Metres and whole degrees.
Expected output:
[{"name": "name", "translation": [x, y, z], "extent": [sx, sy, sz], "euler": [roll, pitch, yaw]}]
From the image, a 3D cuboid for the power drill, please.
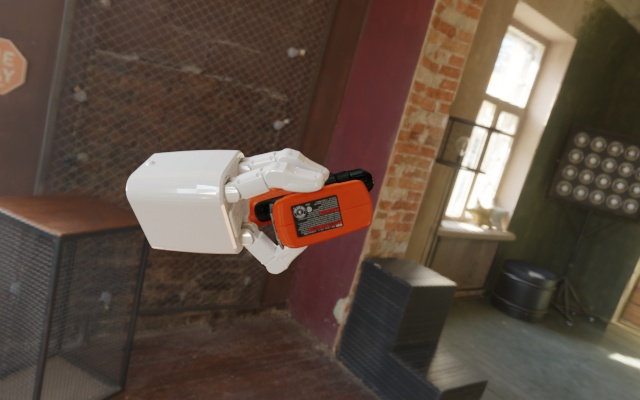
[{"name": "power drill", "translation": [0.000, 0.002, 0.584], "extent": [0.184, 0.057, 0.187], "euler": [-17, 8, -10]}]
